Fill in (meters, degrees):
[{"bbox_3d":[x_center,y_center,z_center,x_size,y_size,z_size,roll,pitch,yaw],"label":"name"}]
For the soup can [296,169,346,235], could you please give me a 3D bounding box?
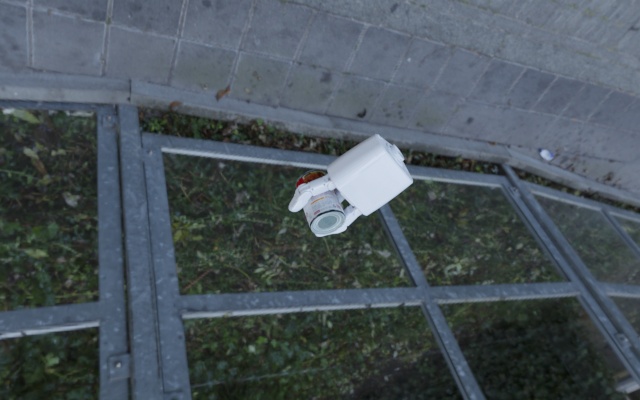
[{"bbox_3d":[0.000,0.003,0.869,0.068,0.102,0.069,-13,-38,-10],"label":"soup can"}]
